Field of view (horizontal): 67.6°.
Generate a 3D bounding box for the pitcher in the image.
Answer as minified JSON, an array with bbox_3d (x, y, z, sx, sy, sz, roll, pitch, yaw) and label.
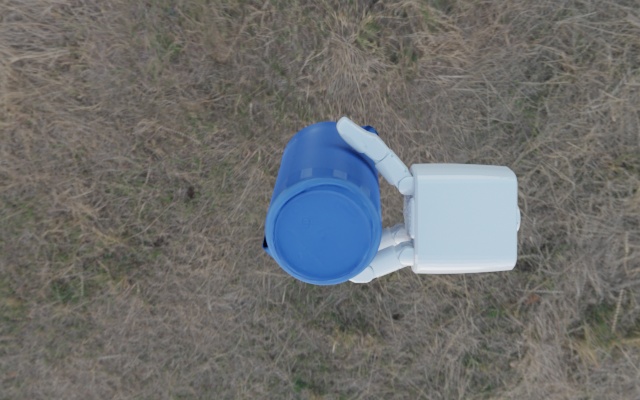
[{"bbox_3d":[0.000,0.002,0.544,0.145,0.149,0.242,2,18,2],"label":"pitcher"}]
